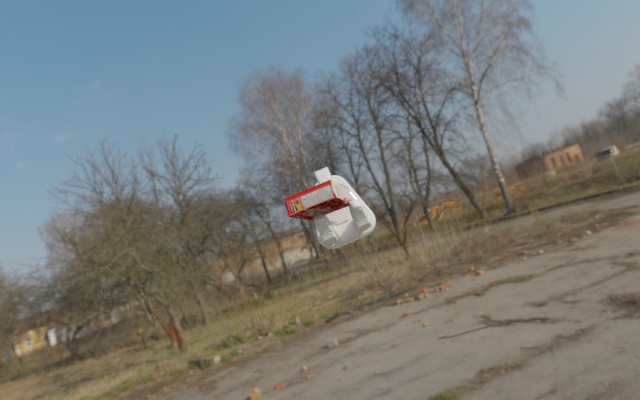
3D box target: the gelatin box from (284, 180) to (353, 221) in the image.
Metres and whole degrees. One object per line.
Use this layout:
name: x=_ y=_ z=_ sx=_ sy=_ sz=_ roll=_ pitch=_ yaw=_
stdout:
gelatin box: x=0.000 y=0.002 z=0.674 sx=0.073 sy=0.030 sz=0.089 roll=-22 pitch=-13 yaw=16
